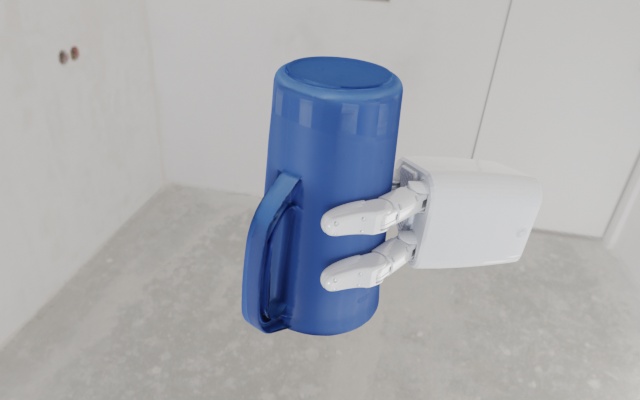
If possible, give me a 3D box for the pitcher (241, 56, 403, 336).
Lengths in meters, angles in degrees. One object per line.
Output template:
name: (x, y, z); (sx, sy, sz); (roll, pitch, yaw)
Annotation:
pitcher: (0.000, 0.001, 0.444); (0.145, 0.243, 0.149); (0, 31, -9)
